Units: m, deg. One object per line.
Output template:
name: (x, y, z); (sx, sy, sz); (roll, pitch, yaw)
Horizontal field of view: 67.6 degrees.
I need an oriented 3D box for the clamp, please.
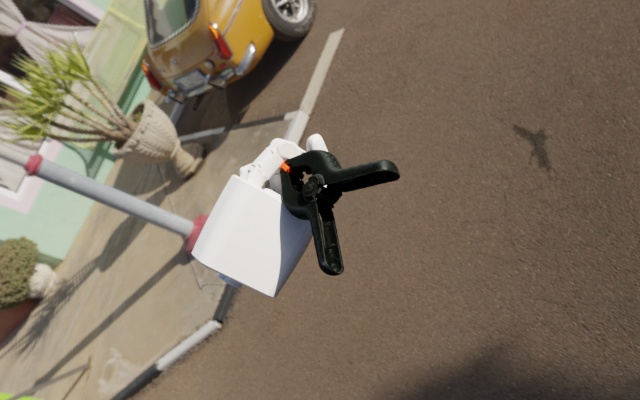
clamp: (0.000, 0.001, 0.498); (0.039, 0.120, 0.171); (34, -6, -34)
